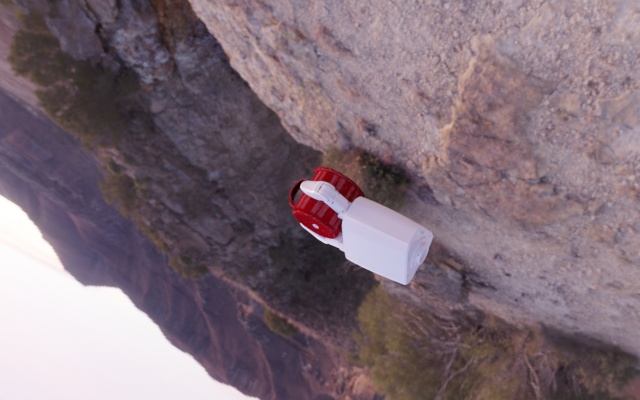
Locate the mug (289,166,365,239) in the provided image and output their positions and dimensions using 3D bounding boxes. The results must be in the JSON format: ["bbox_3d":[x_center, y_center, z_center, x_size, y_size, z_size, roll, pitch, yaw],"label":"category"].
[{"bbox_3d":[-0.001,0.002,0.753,0.117,0.081,0.093,23,-19,28],"label":"mug"}]
